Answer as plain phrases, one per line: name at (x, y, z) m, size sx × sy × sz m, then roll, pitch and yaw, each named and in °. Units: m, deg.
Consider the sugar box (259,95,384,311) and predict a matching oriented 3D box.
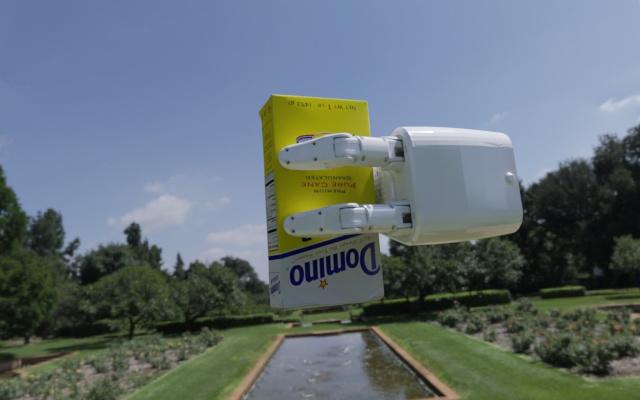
sugar box at (0.000, 0.001, 0.413) m, size 0.093 × 0.176 × 0.048 m, roll -2°, pitch -11°, yaw -21°
